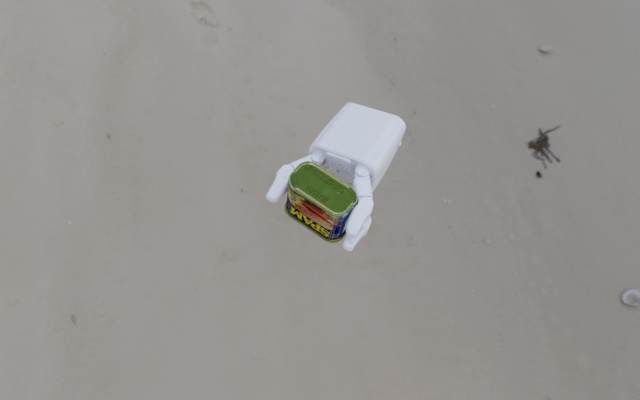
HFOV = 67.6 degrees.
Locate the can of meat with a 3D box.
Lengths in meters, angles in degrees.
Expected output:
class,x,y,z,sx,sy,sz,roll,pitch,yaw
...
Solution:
class,x,y,z,sx,sy,sz,roll,pitch,yaw
can of meat,0.000,0.002,0.675,0.102,0.057,0.084,33,-27,12
